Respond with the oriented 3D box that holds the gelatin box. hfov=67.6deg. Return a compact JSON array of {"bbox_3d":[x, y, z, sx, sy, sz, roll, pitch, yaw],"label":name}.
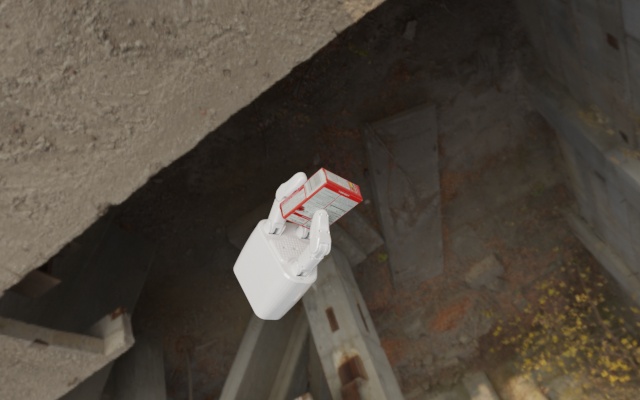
[{"bbox_3d":[0.000,0.002,0.650,0.073,0.030,0.089,24,-52,-40],"label":"gelatin box"}]
